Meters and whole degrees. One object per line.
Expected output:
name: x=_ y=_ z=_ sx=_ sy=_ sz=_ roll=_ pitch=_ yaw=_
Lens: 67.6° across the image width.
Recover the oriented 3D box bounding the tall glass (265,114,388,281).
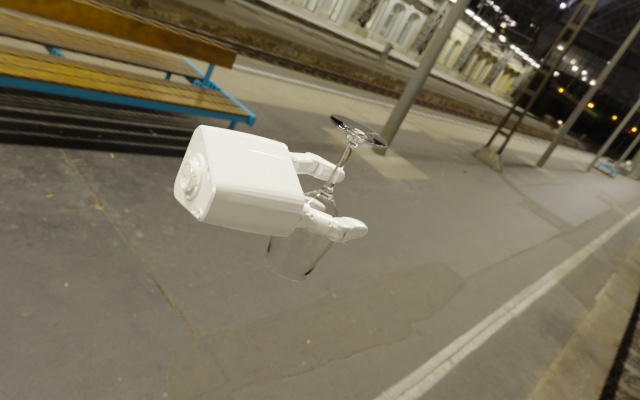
tall glass: x=0.001 y=0.001 z=0.578 sx=0.079 sy=0.201 sz=0.079 roll=24 pitch=22 yaw=-10
